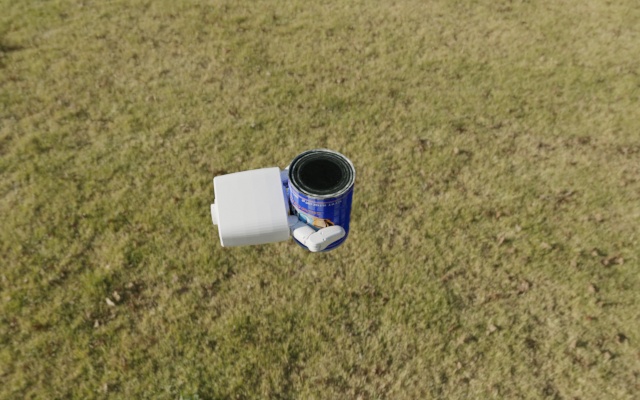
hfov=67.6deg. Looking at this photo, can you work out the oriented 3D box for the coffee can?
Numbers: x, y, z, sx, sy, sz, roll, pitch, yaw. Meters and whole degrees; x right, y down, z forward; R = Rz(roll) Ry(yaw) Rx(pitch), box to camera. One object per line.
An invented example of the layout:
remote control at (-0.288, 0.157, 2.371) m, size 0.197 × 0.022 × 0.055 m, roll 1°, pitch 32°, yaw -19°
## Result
coffee can at (0.000, 0.003, 0.766) m, size 0.103 × 0.102 × 0.140 m, roll 0°, pitch -40°, yaw -2°
